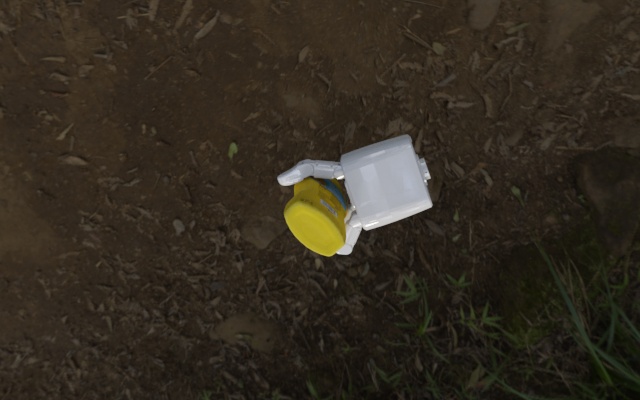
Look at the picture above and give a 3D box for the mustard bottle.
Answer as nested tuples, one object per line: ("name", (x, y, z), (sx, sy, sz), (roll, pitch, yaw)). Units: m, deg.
("mustard bottle", (0.000, 0.003, 0.736), (0.058, 0.096, 0.191), (-43, 14, 21))
